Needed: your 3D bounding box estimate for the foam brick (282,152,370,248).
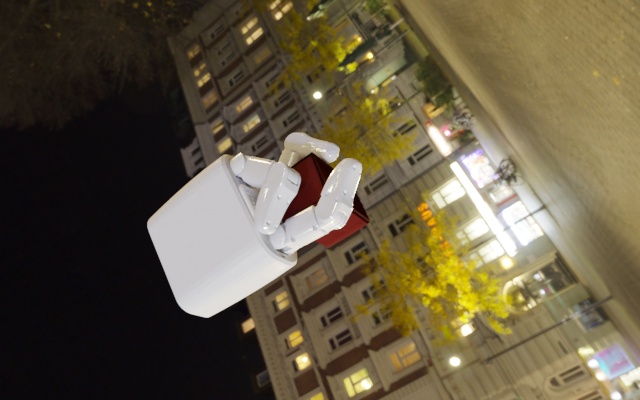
[{"bbox_3d":[0.000,0.002,0.453,0.051,0.053,0.078,-35,-37,17],"label":"foam brick"}]
